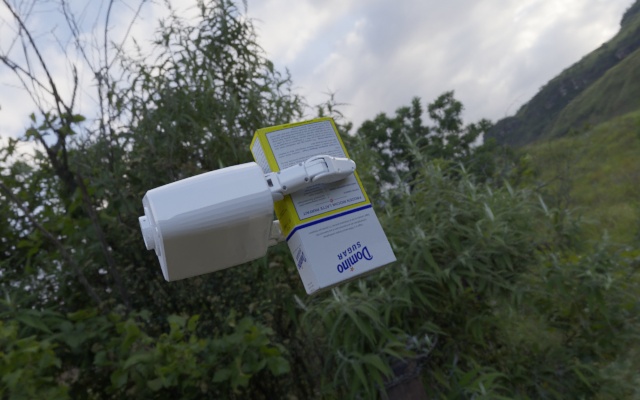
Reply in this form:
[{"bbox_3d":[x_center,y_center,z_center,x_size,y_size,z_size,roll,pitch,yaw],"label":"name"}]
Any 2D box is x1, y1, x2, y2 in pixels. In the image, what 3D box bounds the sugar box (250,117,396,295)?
[{"bbox_3d":[0.000,0.002,0.503,0.093,0.176,0.048,-15,-14,-24],"label":"sugar box"}]
